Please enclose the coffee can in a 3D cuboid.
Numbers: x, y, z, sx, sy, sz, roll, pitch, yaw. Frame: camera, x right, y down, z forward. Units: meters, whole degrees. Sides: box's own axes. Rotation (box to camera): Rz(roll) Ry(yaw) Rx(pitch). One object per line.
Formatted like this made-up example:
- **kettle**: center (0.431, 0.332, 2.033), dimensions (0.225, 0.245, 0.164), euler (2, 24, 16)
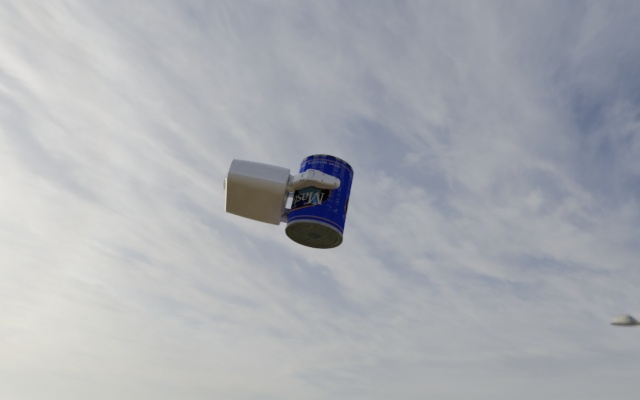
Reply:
- **coffee can**: center (0.000, 0.003, 0.862), dimensions (0.103, 0.140, 0.103), euler (9, -29, 5)
